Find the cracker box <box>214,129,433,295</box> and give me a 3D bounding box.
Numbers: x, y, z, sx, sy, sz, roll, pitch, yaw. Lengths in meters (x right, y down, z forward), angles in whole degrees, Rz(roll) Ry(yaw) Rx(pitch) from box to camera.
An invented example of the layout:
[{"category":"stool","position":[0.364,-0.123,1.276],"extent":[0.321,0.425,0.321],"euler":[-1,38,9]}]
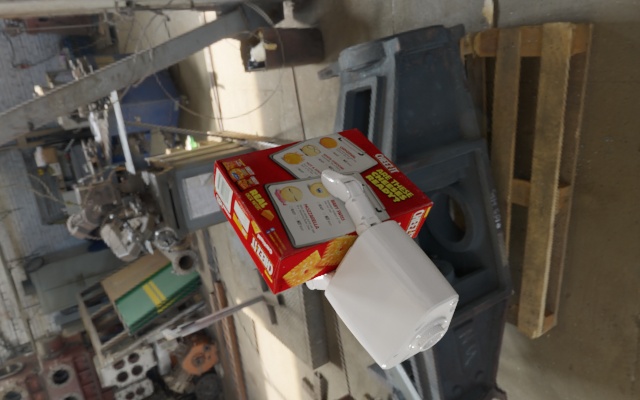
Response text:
[{"category":"cracker box","position":[0.000,0.002,0.585],"extent":[0.213,0.072,0.164],"euler":[-17,51,-30]}]
